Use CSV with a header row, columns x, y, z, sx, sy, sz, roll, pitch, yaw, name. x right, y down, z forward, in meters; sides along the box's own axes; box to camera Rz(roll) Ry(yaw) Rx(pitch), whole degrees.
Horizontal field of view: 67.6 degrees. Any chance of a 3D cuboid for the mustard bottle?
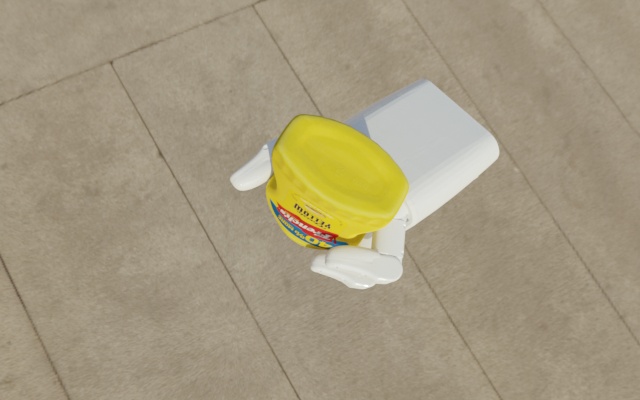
x,y,z,sx,sy,sz,roll,pitch,yaw,name
0.000,0.001,0.405,0.096,0.058,0.192,31,-18,-1,mustard bottle
